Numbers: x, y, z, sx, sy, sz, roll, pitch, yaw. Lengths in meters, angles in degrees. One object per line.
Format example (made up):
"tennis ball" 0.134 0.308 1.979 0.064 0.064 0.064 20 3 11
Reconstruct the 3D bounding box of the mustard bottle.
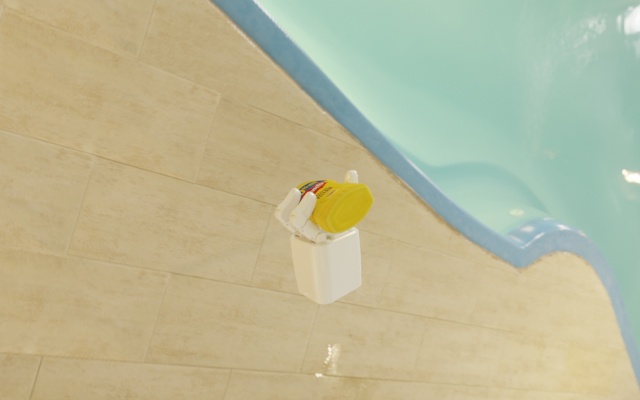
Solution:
"mustard bottle" 0.000 0.002 0.824 0.096 0.058 0.191 -41 25 -20
